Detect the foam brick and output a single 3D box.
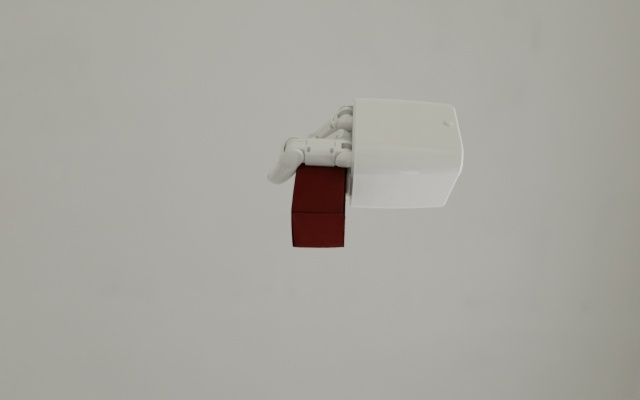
[{"bbox_3d":[0.000,0.002,0.473,0.051,0.078,0.053,3,-43,2],"label":"foam brick"}]
